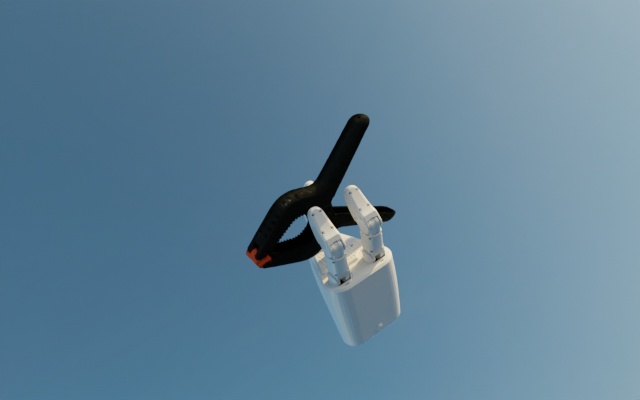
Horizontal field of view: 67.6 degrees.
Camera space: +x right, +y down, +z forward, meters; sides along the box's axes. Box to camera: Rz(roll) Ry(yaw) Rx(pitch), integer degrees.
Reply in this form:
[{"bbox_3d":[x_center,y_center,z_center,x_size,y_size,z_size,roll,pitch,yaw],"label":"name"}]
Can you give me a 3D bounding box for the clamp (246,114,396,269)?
[{"bbox_3d":[-0.001,0.002,0.574,0.210,0.165,0.036,-30,36,-22],"label":"clamp"}]
